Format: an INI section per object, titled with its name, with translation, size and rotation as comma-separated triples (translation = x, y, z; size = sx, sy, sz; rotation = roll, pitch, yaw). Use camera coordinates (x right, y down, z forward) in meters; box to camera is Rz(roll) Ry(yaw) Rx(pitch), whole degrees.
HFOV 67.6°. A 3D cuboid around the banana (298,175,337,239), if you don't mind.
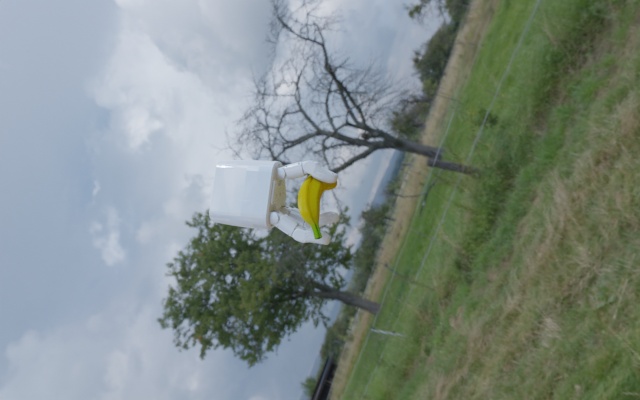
[banana]
translation = -0.006, -0.012, 0.809
size = 0.037, 0.070, 0.197
rotation = -10, 26, 17
